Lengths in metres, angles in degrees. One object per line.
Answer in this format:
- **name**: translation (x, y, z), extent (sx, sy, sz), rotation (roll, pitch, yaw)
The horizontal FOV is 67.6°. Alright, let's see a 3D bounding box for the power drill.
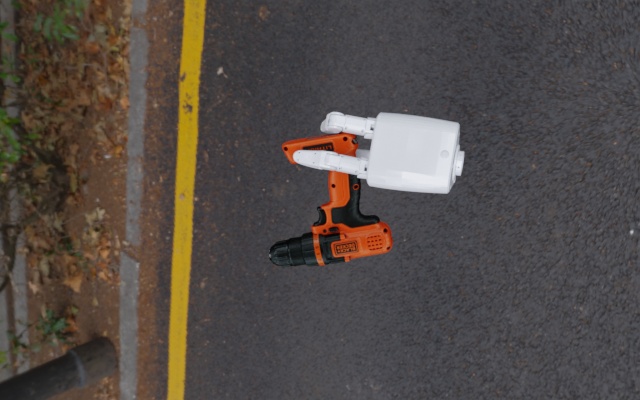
- **power drill**: translation (0.000, 0.002, 0.689), extent (0.184, 0.188, 0.057), rotation (-10, 13, 7)
